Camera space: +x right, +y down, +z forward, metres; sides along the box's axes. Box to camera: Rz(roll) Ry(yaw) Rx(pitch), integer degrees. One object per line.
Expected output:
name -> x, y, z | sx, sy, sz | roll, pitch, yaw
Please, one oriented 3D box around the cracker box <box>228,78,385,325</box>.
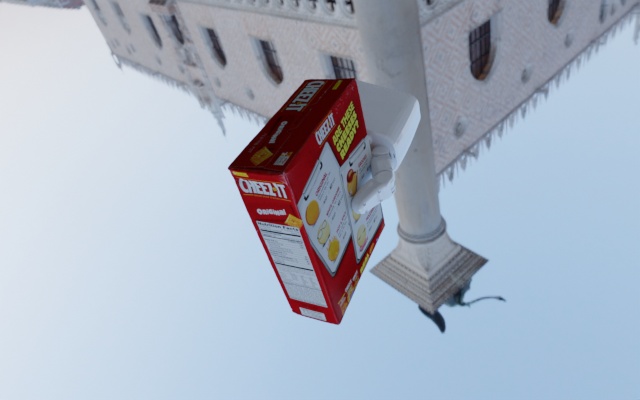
cracker box -> 0.000, 0.002, 0.520 | 0.072, 0.214, 0.164 | 6, 44, 28
